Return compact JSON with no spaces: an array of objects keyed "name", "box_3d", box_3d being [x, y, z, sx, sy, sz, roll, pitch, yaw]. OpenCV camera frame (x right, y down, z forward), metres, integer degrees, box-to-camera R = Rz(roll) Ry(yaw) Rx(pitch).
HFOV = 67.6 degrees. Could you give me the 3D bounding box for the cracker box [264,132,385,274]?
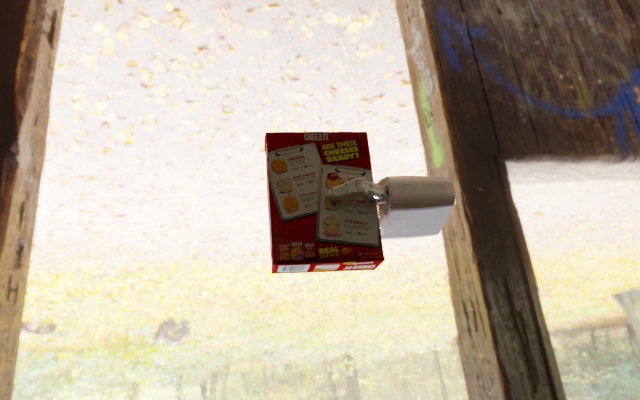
[{"name":"cracker box","box_3d":[0.000,0.003,0.738,0.164,0.213,0.072,-2,-22,-10]}]
